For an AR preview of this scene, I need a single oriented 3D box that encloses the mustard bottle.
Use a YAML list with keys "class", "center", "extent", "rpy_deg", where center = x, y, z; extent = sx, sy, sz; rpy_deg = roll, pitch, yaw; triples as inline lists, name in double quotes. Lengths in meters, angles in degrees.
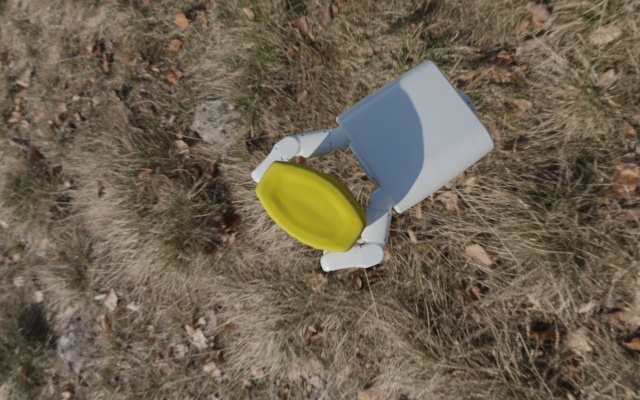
- class: "mustard bottle"
  center: [0.000, 0.002, 0.480]
  extent: [0.096, 0.058, 0.191]
  rpy_deg: [32, 5, 3]
